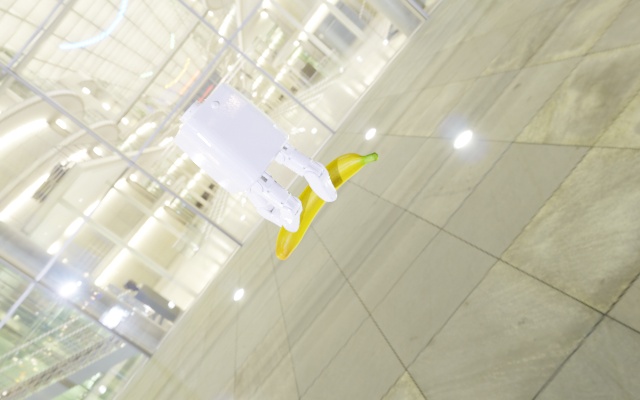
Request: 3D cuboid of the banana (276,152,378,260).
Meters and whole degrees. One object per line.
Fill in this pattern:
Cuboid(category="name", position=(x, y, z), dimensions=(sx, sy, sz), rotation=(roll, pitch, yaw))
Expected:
Cuboid(category="banana", position=(-0.004, -0.002, 0.672), dimensions=(0.037, 0.198, 0.069), rotation=(44, -9, -19))
